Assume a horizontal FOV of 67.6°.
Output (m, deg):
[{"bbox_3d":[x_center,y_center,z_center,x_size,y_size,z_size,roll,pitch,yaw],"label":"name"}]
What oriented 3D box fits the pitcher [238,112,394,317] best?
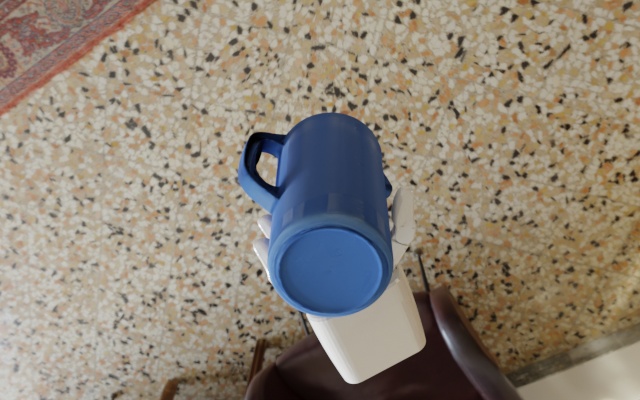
[{"bbox_3d":[0.000,0.002,0.502,0.149,0.145,0.242,-18,25,10],"label":"pitcher"}]
